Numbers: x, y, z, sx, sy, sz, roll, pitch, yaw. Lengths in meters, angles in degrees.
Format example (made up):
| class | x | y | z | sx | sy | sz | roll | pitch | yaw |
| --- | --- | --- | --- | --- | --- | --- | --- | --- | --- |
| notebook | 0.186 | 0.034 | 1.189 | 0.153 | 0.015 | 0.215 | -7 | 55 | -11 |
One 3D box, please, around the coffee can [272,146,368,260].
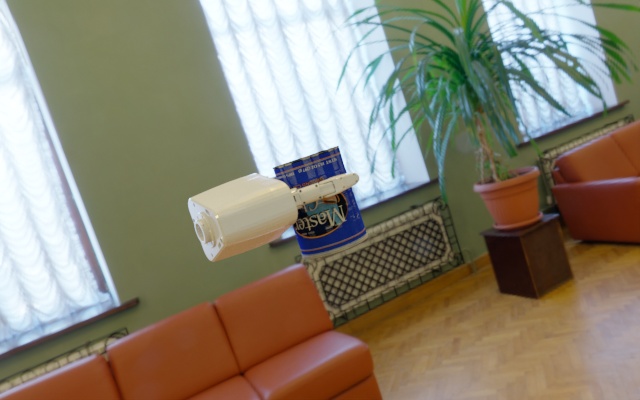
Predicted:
| class | x | y | z | sx | sy | sz | roll | pitch | yaw |
| --- | --- | --- | --- | --- | --- | --- | --- | --- | --- |
| coffee can | 0.000 | 0.002 | 0.699 | 0.103 | 0.140 | 0.103 | -18 | 5 | 2 |
